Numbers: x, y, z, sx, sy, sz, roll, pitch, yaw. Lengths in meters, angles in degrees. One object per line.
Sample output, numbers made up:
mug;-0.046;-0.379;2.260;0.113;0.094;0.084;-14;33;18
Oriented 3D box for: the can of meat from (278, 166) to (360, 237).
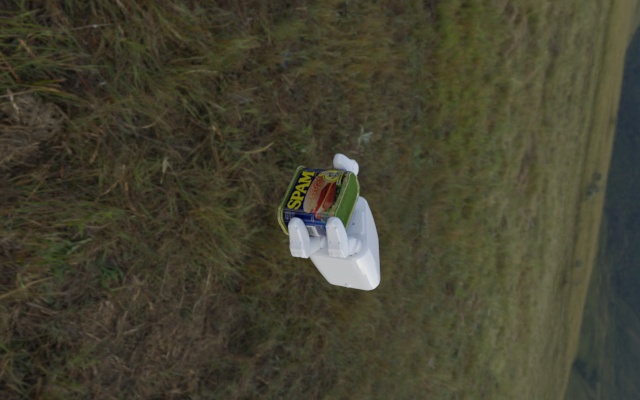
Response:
can of meat;0.000;0.002;0.669;0.084;0.102;0.057;5;-37;24
